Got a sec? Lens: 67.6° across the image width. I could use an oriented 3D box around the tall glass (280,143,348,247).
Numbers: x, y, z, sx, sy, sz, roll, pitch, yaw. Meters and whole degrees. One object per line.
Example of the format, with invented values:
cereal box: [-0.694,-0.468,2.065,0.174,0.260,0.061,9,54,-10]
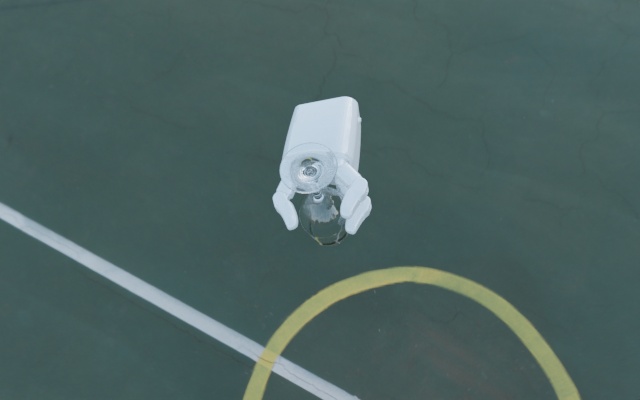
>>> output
tall glass: [0.000,0.002,0.688,0.079,0.079,0.201,0,-27,10]
